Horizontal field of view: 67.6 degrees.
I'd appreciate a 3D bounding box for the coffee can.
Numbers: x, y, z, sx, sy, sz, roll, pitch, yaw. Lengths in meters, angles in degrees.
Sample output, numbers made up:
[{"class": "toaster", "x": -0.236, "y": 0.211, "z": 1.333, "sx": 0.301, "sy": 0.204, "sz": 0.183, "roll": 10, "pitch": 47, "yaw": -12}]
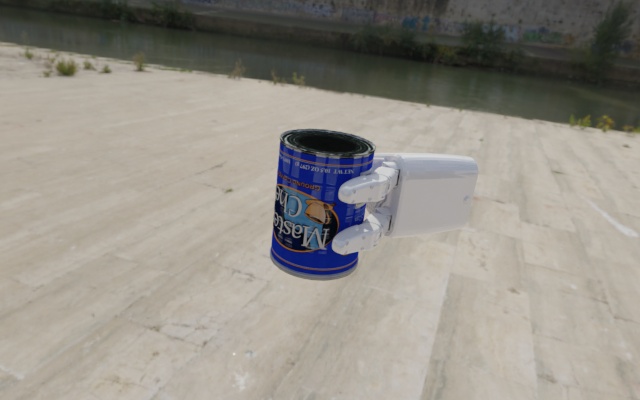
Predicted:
[{"class": "coffee can", "x": 0.000, "y": 0.002, "z": 0.526, "sx": 0.103, "sy": 0.140, "sz": 0.102, "roll": 6, "pitch": 22, "yaw": -2}]
